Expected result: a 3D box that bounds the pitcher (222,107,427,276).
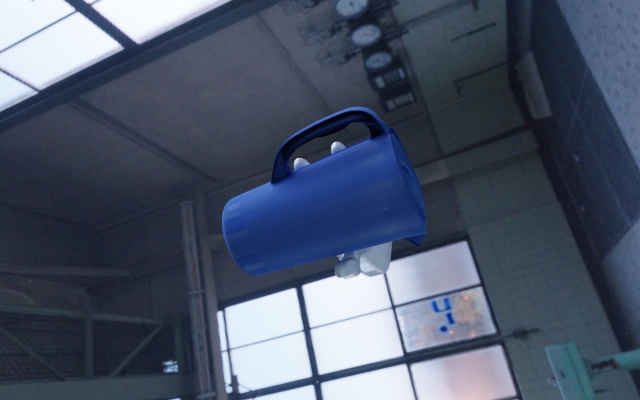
[{"bbox_3d":[0.000,0.002,0.597,0.243,0.149,0.145,-19,-28,16],"label":"pitcher"}]
